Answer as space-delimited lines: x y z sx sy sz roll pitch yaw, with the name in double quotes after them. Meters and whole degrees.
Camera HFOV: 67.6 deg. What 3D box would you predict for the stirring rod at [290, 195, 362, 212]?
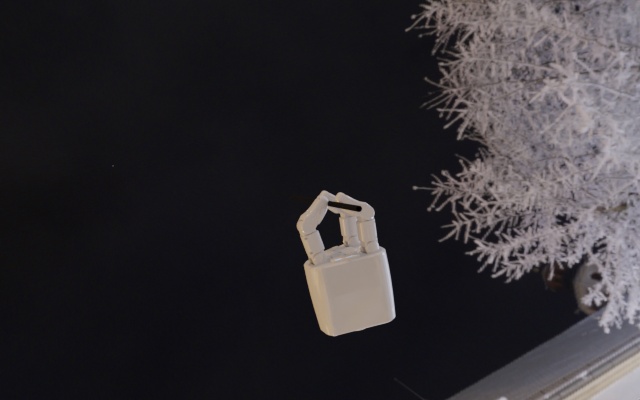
0.000 0.002 0.701 0.011 0.011 0.239 0 4 -23 "stirring rod"
